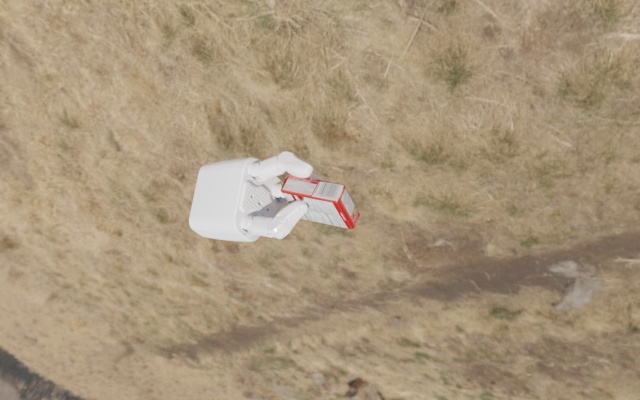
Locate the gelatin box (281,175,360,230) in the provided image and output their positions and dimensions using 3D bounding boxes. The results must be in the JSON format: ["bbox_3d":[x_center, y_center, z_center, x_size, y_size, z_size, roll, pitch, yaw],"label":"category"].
[{"bbox_3d":[0.000,0.003,0.637,0.089,0.030,0.073,11,-27,29],"label":"gelatin box"}]
